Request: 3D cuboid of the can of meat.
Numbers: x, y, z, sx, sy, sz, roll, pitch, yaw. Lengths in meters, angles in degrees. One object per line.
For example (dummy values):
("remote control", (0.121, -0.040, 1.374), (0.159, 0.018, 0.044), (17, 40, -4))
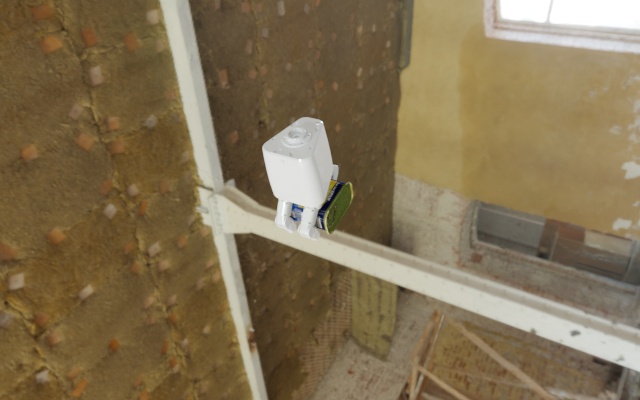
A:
("can of meat", (0.000, 0.003, 0.876), (0.084, 0.102, 0.057), (17, -36, 25))
